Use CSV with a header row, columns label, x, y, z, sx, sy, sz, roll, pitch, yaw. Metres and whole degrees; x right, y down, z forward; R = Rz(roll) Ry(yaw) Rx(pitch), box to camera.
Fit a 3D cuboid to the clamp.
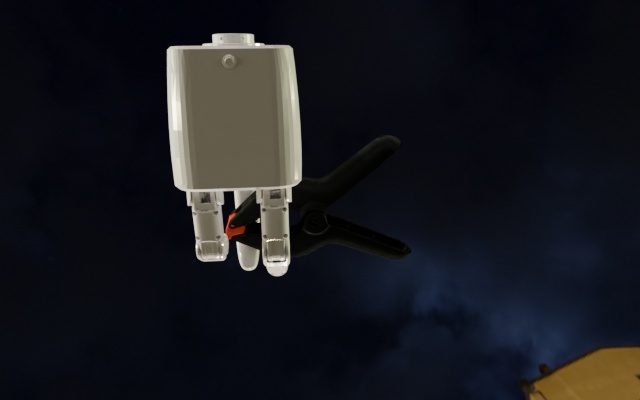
label,x,y,z,sx,sy,sz,roll,pitch,yaw
clamp,0.000,0.001,0.430,0.171,0.120,0.039,-2,17,-5
